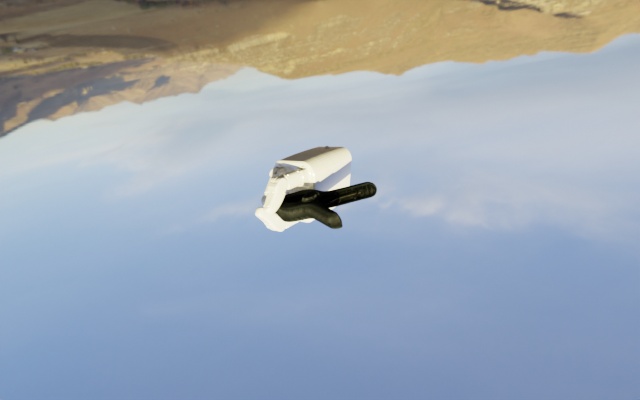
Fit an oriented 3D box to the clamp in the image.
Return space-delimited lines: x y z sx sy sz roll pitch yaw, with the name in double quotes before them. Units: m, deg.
"clamp" 0.000 0.003 0.737 0.171 0.039 0.120 7 25 43
